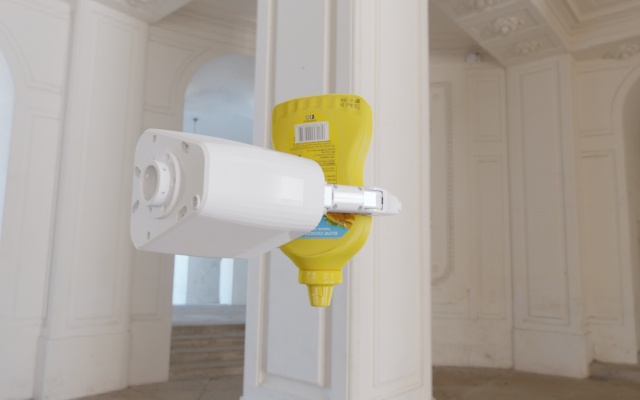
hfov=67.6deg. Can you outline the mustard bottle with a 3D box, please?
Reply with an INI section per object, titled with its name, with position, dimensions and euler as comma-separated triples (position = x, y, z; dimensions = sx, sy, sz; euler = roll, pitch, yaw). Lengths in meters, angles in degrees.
[mustard bottle]
position = 0.000, 0.001, 0.447
dimensions = 0.096, 0.191, 0.058
euler = -2, -7, 20
